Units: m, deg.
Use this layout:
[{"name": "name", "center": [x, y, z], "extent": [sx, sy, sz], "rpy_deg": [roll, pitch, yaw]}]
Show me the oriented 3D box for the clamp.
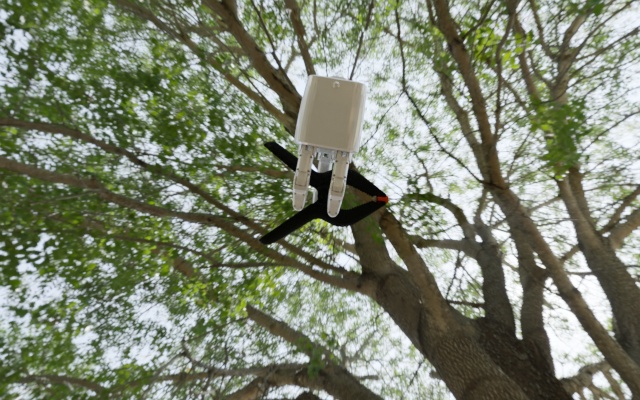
[{"name": "clamp", "center": [0.001, 0.002, 0.760], "extent": [0.210, 0.164, 0.036], "rpy_deg": [10, 2, 3]}]
